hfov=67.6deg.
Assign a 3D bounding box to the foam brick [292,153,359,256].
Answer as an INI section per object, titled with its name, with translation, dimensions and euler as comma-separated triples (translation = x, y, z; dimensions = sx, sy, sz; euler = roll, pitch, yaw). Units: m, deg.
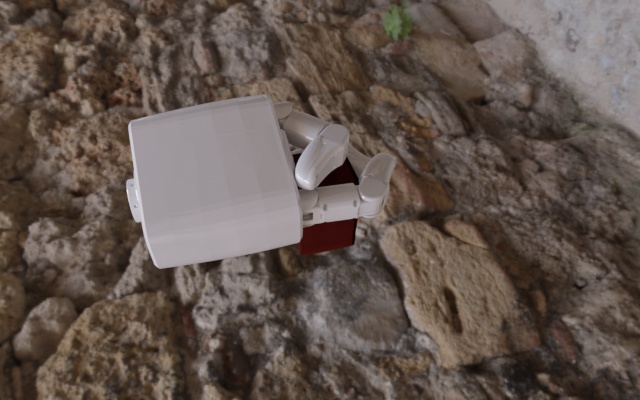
[foam brick]
translation = 0.000, 0.002, 0.409
dimensions = 0.051, 0.053, 0.078
euler = -13, -40, -13
